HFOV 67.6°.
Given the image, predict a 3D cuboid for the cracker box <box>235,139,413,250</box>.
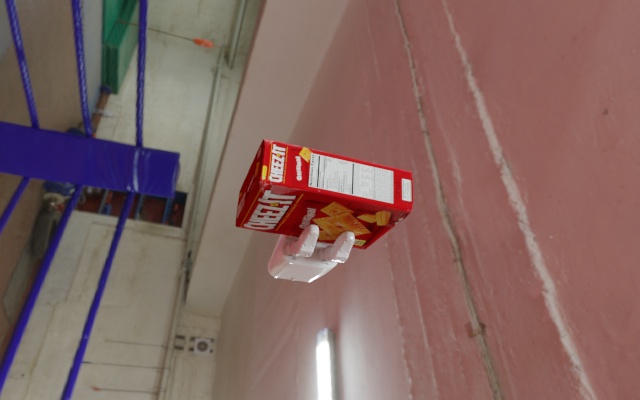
[{"bbox_3d":[0.000,0.002,0.683,0.214,0.072,0.164,11,-27,-16],"label":"cracker box"}]
